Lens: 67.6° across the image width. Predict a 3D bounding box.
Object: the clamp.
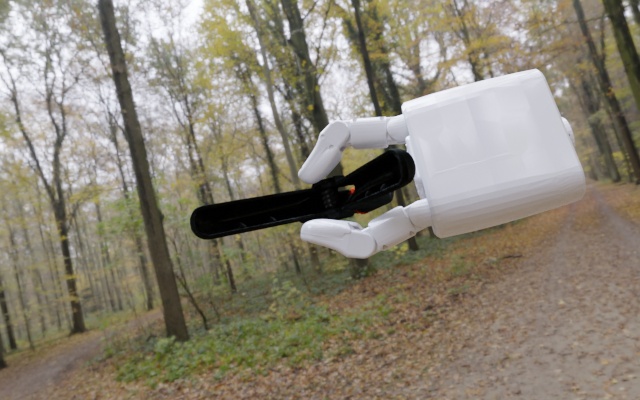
[{"bbox_3d":[0.000,0.001,0.408,0.164,0.036,0.210,-14,-5,11],"label":"clamp"}]
